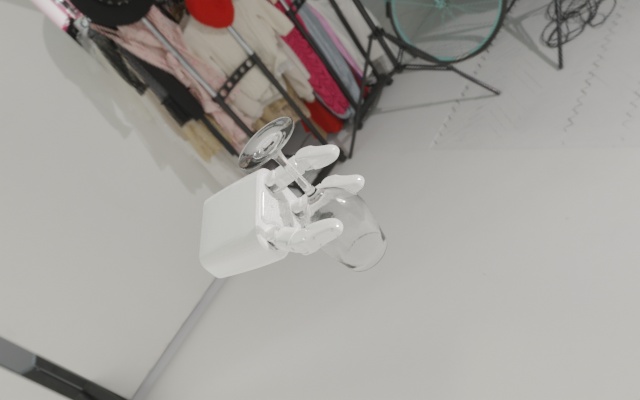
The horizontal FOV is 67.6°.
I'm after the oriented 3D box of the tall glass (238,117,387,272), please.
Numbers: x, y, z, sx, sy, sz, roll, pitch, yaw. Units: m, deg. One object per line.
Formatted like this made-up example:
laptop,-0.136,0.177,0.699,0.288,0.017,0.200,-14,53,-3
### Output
tall glass,0.000,0.001,0.547,0.079,0.079,0.201,0,-39,48
